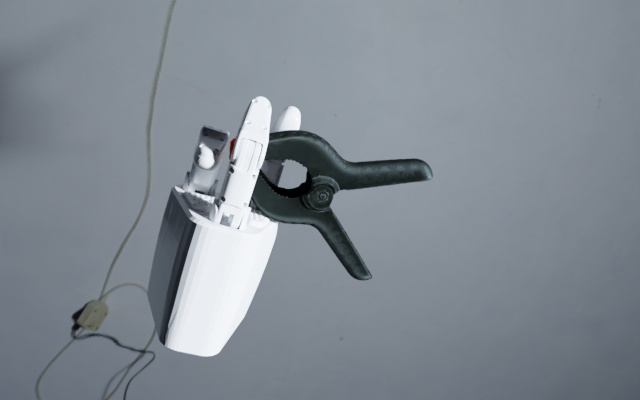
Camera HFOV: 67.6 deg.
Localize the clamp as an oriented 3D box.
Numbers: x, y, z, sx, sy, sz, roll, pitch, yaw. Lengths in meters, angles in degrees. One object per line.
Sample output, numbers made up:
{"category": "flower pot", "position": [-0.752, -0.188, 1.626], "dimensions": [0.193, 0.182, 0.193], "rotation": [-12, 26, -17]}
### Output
{"category": "clamp", "position": [0.000, 0.001, 0.403], "dimensions": [0.171, 0.120, 0.039], "rotation": [16, 10, -13]}
